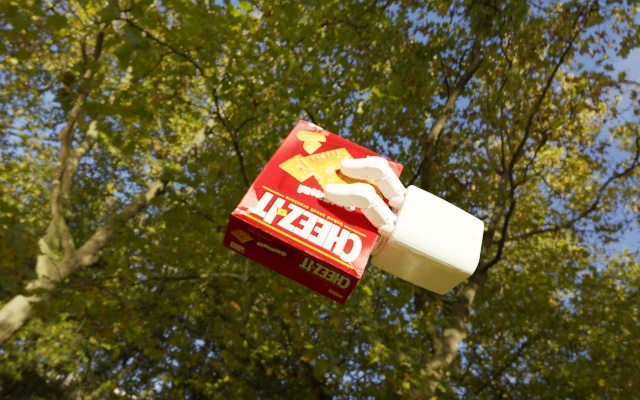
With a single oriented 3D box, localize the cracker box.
[{"bbox_3d":[0.000,0.002,0.617,0.164,0.072,0.213,26,45,3],"label":"cracker box"}]
